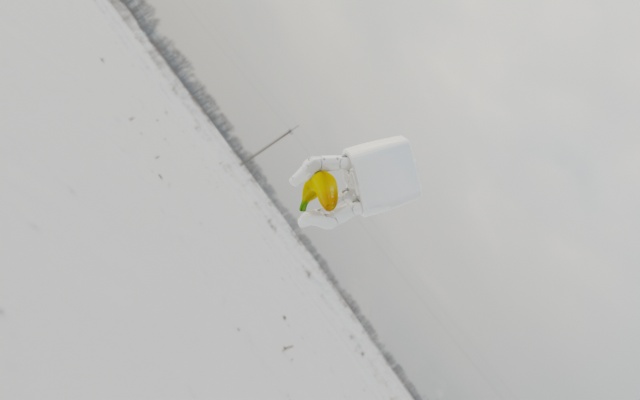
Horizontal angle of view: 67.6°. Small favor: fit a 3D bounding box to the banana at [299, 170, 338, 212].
[{"bbox_3d":[0.000,-0.016,0.777,0.037,0.069,0.198,3,-3,-12],"label":"banana"}]
